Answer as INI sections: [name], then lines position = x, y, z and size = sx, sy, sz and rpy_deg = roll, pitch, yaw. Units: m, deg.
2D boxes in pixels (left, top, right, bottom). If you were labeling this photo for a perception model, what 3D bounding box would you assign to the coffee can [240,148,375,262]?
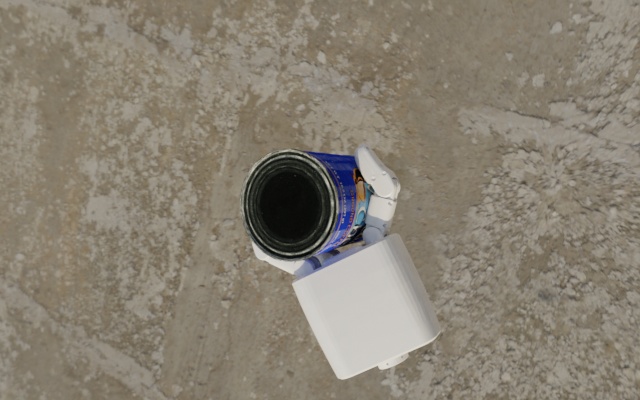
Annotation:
[coffee can]
position = 0.000, 0.001, 0.490
size = 0.103, 0.103, 0.140
rpy_deg = 0, 2, 26
